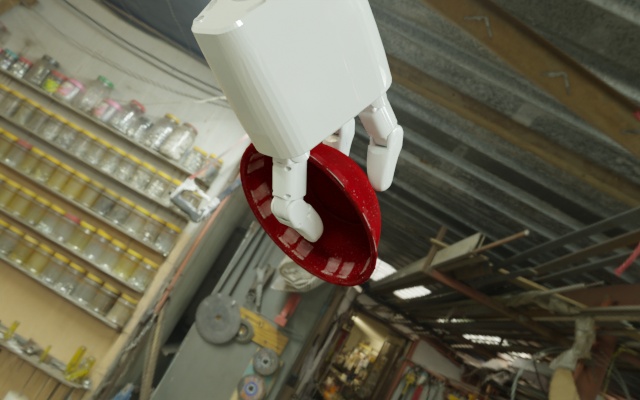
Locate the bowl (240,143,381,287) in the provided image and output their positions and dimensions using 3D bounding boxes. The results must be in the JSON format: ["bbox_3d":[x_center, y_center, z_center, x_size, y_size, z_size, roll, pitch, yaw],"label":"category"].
[{"bbox_3d":[0.000,0.002,0.447,0.162,0.162,0.055,0,34,50],"label":"bowl"}]
